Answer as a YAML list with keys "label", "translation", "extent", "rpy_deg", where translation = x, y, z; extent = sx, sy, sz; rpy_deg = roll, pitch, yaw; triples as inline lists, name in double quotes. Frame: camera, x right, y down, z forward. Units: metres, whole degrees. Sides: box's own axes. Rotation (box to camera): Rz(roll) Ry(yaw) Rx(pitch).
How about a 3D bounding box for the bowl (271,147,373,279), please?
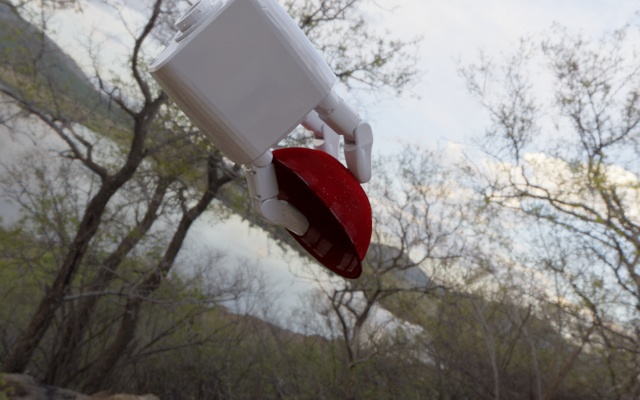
- label: "bowl"
  translation: [0.001, 0.002, 0.482]
  extent: [0.055, 0.162, 0.162]
  rpy_deg: [-41, 16, -19]
